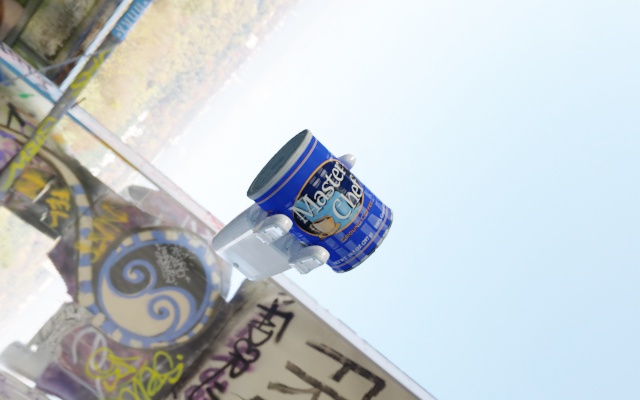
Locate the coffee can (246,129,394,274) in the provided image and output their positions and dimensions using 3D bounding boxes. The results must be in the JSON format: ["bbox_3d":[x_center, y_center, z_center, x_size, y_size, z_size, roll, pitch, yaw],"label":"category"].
[{"bbox_3d":[0.000,0.002,0.554,0.140,0.103,0.103,42,-14,-16],"label":"coffee can"}]
